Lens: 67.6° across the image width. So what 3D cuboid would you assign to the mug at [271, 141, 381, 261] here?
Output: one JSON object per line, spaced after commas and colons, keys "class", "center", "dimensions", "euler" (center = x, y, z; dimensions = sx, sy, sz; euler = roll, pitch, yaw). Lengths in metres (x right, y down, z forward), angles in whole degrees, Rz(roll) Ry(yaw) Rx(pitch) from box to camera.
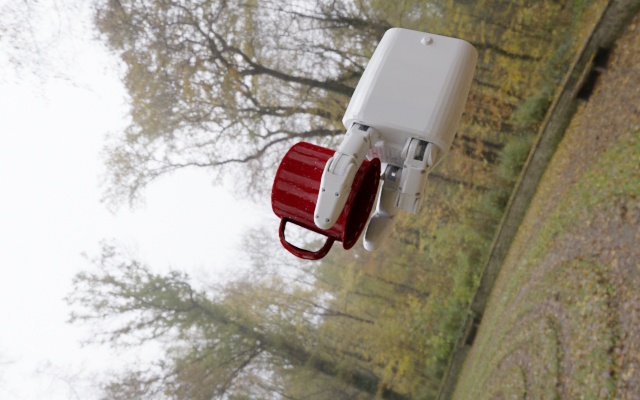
{"class": "mug", "center": [-0.001, 0.003, 0.461], "dimensions": [0.081, 0.117, 0.093], "euler": [19, -18, 17]}
